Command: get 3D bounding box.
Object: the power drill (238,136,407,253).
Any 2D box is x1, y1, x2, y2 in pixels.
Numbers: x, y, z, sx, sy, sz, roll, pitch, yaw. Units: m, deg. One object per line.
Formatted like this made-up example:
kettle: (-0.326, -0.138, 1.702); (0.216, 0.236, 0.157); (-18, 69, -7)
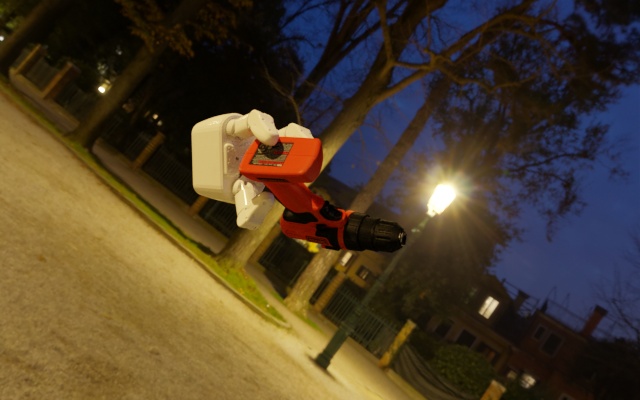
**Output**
power drill: (0.000, 0.002, 0.590); (0.184, 0.057, 0.188); (5, -33, 31)
